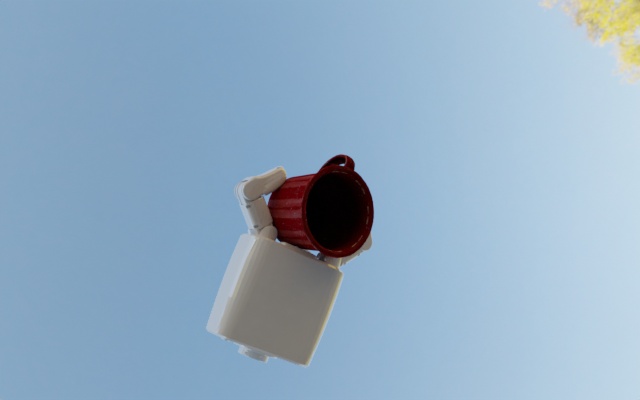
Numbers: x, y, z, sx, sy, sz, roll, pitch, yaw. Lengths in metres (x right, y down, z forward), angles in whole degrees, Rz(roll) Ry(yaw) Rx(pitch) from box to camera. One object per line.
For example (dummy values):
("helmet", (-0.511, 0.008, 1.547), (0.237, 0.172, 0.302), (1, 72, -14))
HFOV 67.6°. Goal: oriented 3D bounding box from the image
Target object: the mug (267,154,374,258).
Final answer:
("mug", (0.000, 0.000, 0.512), (0.093, 0.117, 0.081), (32, -20, -31))
